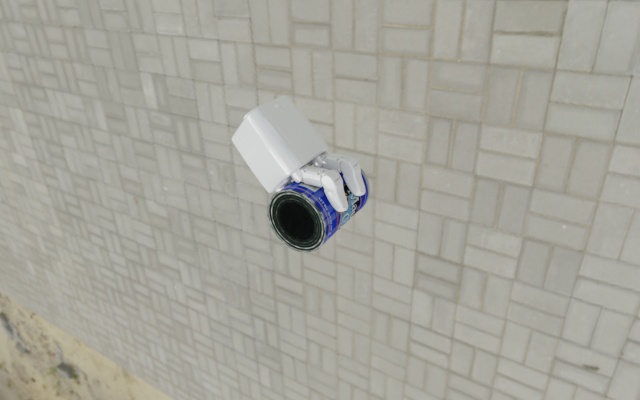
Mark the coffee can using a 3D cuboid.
[{"bbox_3d":[0.000,0.003,0.739,0.103,0.103,0.140,0,25,35],"label":"coffee can"}]
